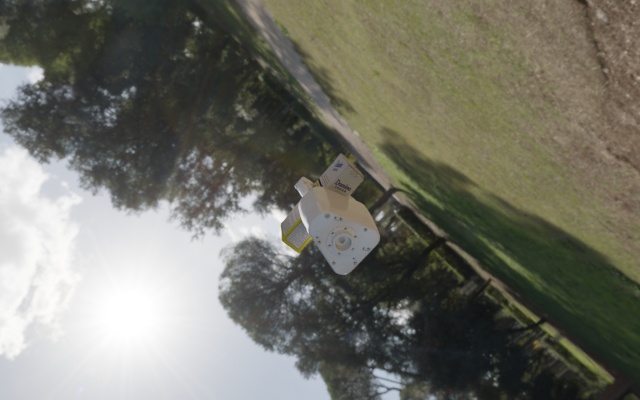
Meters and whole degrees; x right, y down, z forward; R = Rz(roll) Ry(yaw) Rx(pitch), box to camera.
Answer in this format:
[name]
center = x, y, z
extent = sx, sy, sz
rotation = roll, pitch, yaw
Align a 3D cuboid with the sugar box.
[sugar box]
center = 0.000, 0.003, 0.851
extent = 0.048, 0.176, 0.093
rotation = 41, 10, -17
